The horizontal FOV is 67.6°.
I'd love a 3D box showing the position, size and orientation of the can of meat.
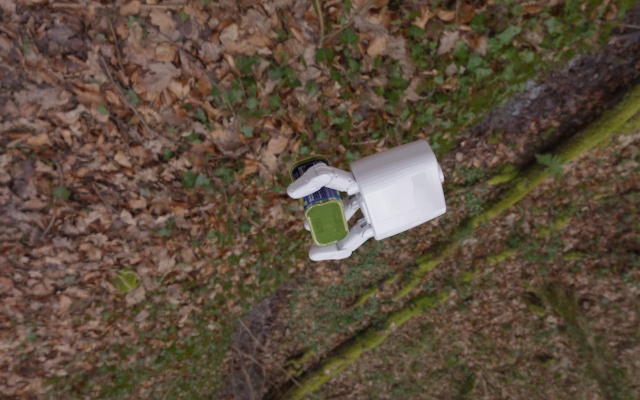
[{"bbox_3d":[0.000,0.002,0.660,0.057,0.084,0.102,-18,-39,-2],"label":"can of meat"}]
